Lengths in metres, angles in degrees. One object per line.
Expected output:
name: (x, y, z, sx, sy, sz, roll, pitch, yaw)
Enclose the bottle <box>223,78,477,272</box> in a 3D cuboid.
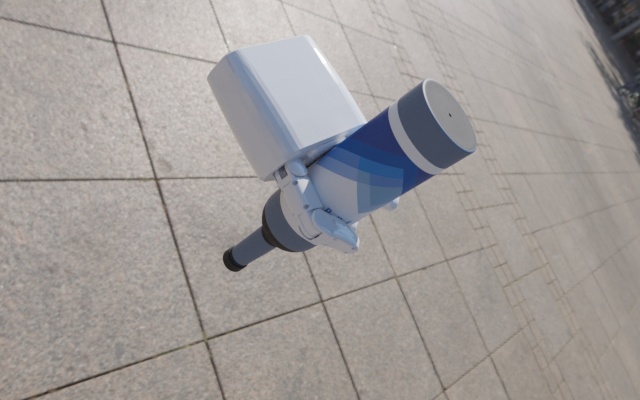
bottle: (0.000, 0.001, 0.447, 0.296, 0.069, 0.069, -34, -22, 36)
